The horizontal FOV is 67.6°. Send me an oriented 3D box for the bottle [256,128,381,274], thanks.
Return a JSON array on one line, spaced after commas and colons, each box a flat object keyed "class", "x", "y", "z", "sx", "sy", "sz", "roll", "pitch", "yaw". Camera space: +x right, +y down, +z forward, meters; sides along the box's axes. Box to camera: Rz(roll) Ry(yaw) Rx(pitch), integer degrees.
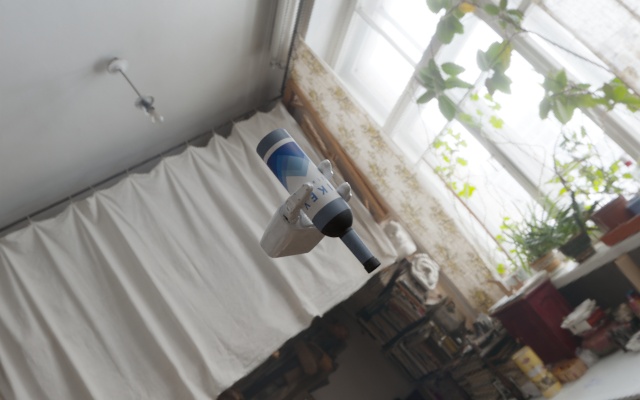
[{"class": "bottle", "x": 0.000, "y": 0.002, "z": 0.824, "sx": 0.069, "sy": 0.295, "sz": 0.069, "roll": -36, "pitch": -16, "yaw": -12}]
